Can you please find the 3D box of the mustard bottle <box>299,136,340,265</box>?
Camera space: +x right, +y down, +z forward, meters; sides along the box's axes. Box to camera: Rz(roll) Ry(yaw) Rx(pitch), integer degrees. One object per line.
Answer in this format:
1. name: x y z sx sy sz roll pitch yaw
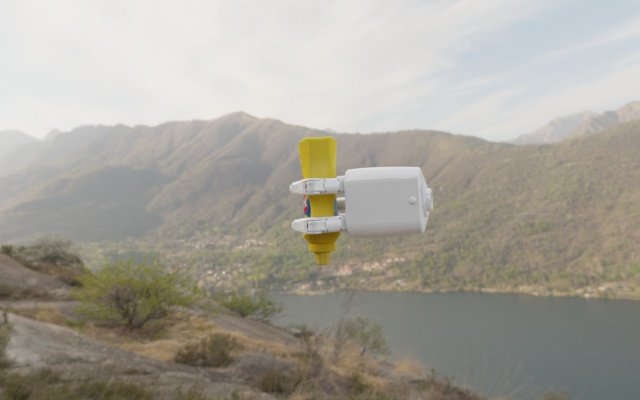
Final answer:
1. mustard bottle: 0.000 0.002 0.734 0.058 0.191 0.096 -3 -1 -6
